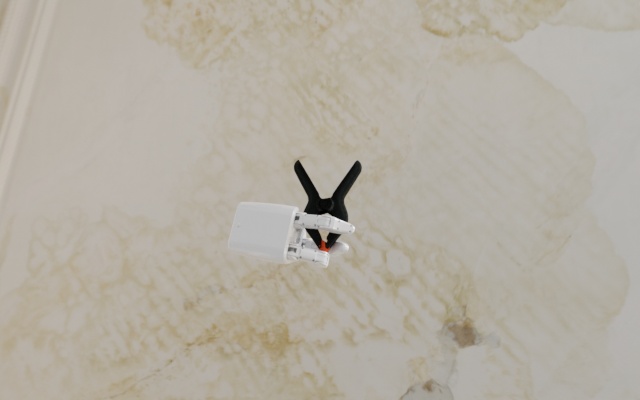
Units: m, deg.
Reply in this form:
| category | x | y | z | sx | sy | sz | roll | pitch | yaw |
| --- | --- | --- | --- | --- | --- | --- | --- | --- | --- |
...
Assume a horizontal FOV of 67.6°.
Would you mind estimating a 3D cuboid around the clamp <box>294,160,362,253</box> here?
| category | x | y | z | sx | sy | sz | roll | pitch | yaw |
| --- | --- | --- | --- | --- | --- | --- | --- | --- | --- |
| clamp | 0.000 | 0.003 | 0.834 | 0.120 | 0.171 | 0.039 | 8 | -17 | 14 |
